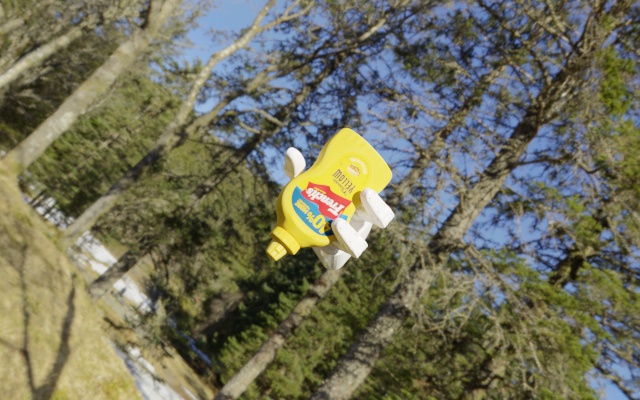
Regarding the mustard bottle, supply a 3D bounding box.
[{"bbox_3d":[0.000,0.002,0.619,0.191,0.096,0.058,-47,10,-16],"label":"mustard bottle"}]
